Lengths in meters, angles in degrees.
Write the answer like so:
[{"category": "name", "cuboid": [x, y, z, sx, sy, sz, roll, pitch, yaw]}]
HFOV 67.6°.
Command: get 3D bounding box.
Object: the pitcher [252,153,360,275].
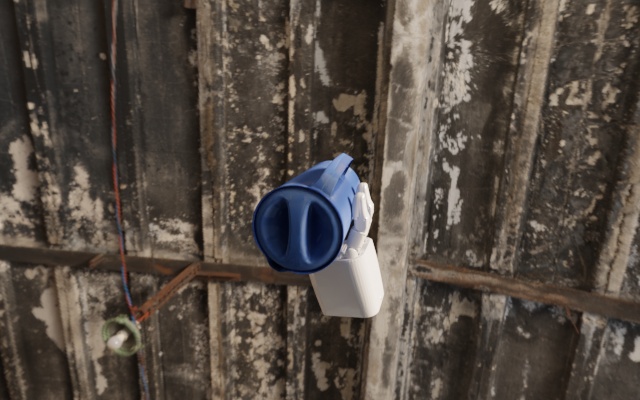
[{"category": "pitcher", "cuboid": [0.000, 0.003, 0.767, 0.149, 0.145, 0.242, -13, 13, 18]}]
